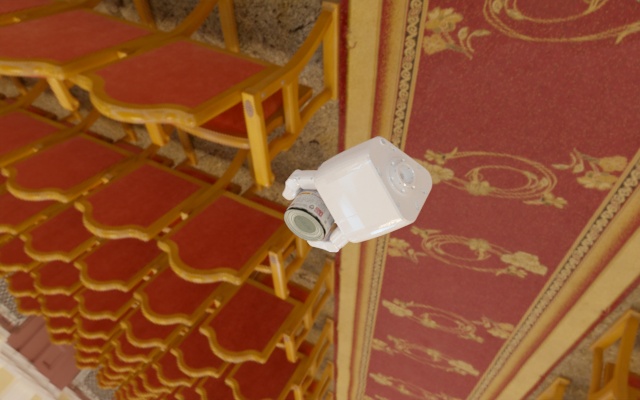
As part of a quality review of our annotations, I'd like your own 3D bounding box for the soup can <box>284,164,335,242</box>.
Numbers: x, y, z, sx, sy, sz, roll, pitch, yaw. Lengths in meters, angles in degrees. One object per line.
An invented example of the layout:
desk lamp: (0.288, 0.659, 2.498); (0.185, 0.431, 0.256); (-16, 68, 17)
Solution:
soup can: (0.000, 0.003, 0.703); (0.068, 0.068, 0.102); (0, 42, 39)
